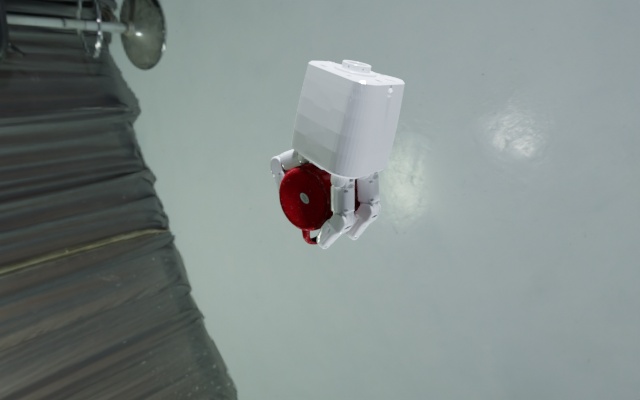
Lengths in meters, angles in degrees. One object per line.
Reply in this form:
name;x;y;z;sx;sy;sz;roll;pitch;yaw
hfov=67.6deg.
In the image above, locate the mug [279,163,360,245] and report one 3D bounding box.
mug;0.000;0.003;0.609;0.093;0.117;0.081;25;26;31
